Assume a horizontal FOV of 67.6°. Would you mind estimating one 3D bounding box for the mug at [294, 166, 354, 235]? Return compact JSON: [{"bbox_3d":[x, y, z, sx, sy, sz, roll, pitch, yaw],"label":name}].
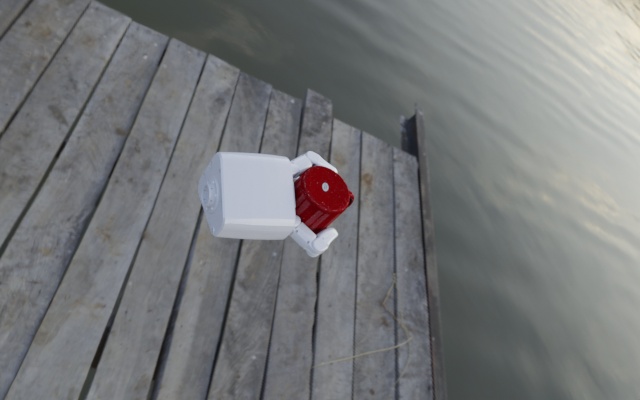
[{"bbox_3d":[0.001,0.002,0.717,0.117,0.093,0.081,2,-31,-34],"label":"mug"}]
